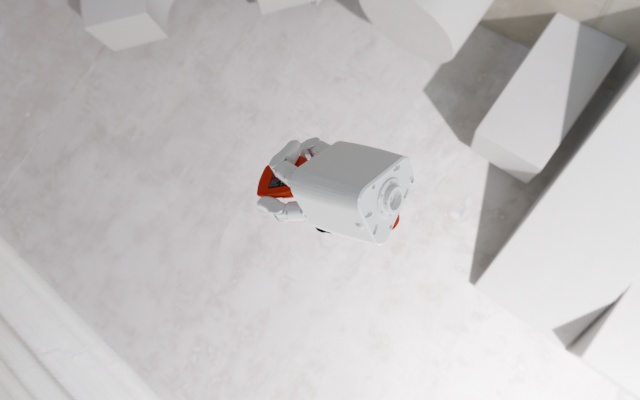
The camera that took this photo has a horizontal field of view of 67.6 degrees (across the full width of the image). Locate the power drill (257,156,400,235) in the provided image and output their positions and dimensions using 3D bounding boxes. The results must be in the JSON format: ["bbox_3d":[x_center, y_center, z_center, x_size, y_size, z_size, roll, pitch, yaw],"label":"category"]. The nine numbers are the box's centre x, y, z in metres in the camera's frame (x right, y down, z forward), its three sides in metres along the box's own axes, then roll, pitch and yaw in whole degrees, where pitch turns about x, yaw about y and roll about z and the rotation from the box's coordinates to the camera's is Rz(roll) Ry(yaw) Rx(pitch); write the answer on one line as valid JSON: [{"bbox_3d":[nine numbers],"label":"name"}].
[{"bbox_3d":[0.000,0.002,0.730,0.188,0.057,0.184,26,-22,-33],"label":"power drill"}]
